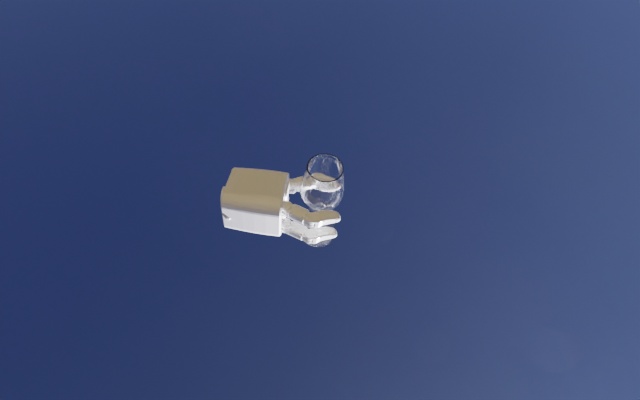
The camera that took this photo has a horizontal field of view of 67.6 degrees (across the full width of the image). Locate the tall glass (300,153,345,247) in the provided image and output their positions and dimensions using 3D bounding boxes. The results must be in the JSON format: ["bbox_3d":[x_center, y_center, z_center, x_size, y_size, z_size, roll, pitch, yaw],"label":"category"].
[{"bbox_3d":[0.000,0.003,0.871,0.079,0.079,0.201,0,-35,-6],"label":"tall glass"}]
